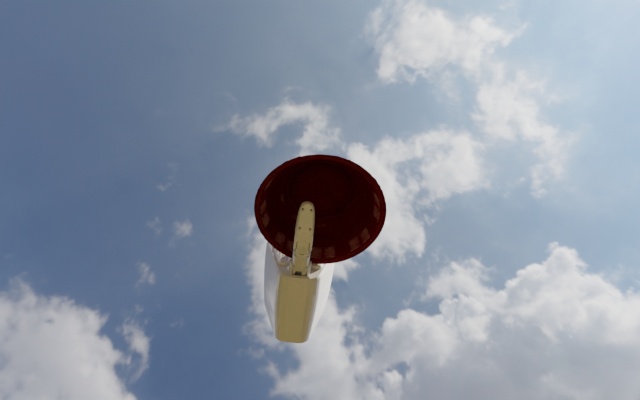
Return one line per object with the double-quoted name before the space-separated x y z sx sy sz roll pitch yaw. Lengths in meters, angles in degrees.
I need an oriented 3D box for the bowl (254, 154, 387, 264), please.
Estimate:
"bowl" 0.001 0.001 0.603 0.162 0.162 0.055 0 33 2
